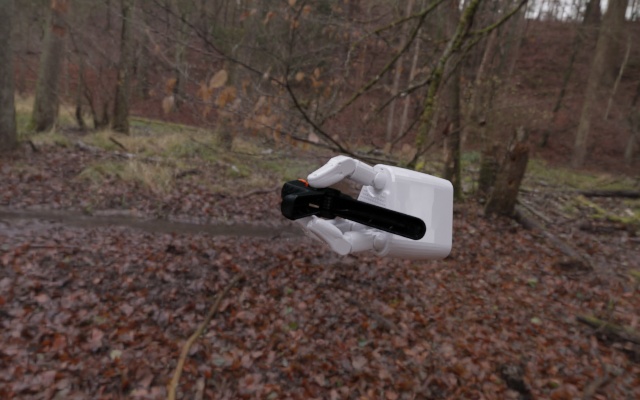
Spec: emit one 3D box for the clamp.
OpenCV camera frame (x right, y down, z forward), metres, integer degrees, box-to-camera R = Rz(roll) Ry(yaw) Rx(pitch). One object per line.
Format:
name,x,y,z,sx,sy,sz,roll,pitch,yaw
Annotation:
clamp,0.000,0.001,0.565,0.164,0.036,0.210,11,6,-29
